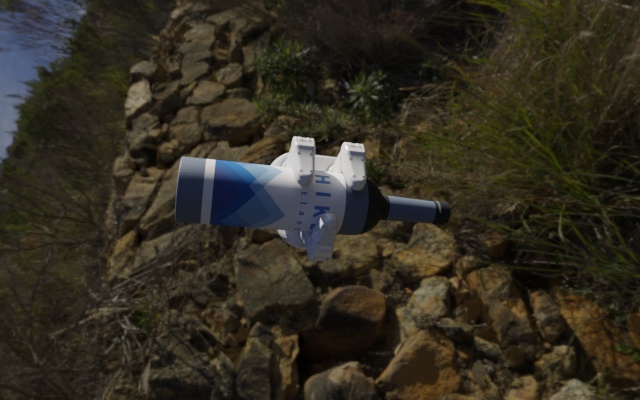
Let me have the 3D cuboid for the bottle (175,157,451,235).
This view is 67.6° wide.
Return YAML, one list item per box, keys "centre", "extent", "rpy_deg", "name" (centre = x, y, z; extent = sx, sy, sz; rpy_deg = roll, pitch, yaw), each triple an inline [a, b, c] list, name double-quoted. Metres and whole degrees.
- centre: [0.000, 0.002, 0.514]
  extent: [0.296, 0.069, 0.069]
  rpy_deg: [5, -1, -13]
  name: "bottle"
